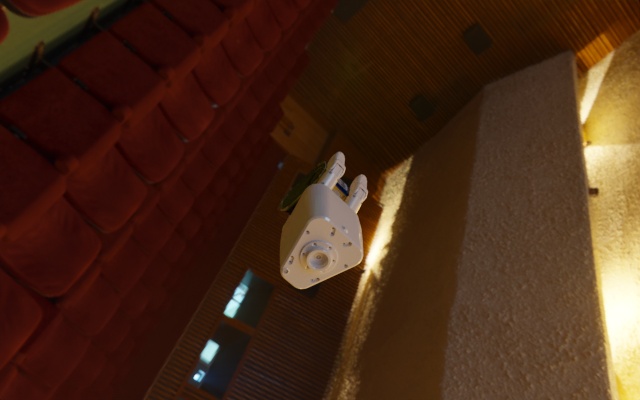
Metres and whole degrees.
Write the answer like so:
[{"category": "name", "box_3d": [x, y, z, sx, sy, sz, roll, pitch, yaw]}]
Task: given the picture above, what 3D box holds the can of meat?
[{"category": "can of meat", "box_3d": [0.000, 0.003, 0.766, 0.084, 0.102, 0.057, 43, 12, -17]}]
